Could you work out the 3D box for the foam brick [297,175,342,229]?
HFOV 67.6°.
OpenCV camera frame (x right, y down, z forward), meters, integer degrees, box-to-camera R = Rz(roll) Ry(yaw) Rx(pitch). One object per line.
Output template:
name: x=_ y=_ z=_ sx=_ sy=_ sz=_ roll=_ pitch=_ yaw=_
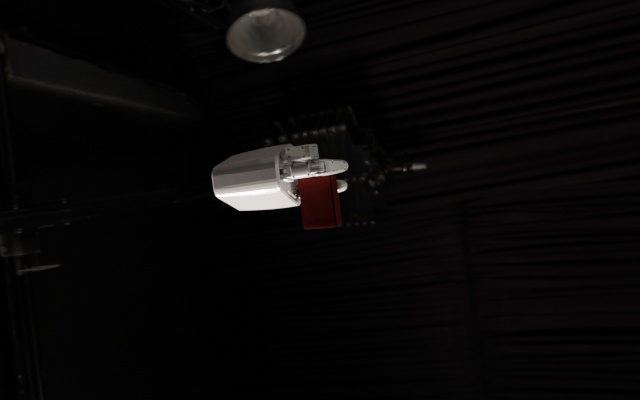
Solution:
foam brick: x=0.000 y=0.003 z=0.723 sx=0.051 sy=0.078 sz=0.053 roll=-8 pitch=0 yaw=10
